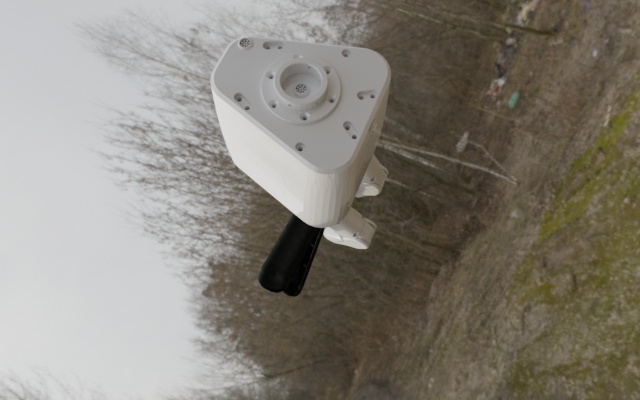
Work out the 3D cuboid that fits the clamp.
[{"bbox_3d":[0.000,0.001,0.466,0.036,0.210,0.165,23,-18,6],"label":"clamp"}]
